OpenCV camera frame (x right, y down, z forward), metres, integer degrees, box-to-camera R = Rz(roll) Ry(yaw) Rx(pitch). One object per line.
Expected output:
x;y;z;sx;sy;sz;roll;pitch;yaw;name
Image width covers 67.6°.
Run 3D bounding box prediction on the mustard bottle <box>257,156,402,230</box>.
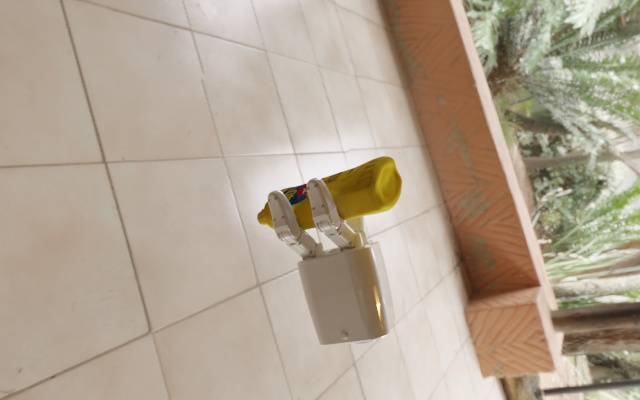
0.000;0.002;0.592;0.191;0.058;0.096;-17;17;30;mustard bottle
